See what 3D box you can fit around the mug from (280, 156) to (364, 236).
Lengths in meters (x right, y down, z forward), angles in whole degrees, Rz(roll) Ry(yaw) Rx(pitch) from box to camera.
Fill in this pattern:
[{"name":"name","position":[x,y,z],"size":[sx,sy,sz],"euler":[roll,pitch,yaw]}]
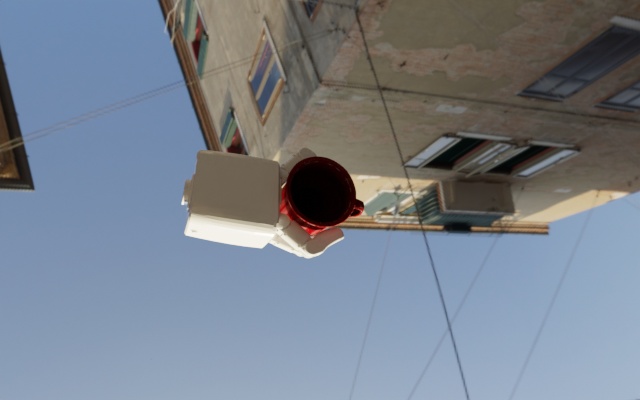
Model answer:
[{"name":"mug","position":[0.001,0.002,0.632],"size":[0.117,0.093,0.081],"euler":[10,-20,-17]}]
